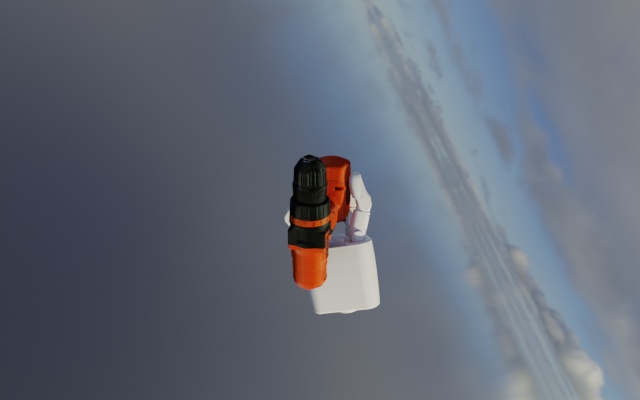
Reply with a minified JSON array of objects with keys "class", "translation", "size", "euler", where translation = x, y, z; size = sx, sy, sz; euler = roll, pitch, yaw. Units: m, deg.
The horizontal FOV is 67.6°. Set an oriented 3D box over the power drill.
[{"class":"power drill","translation":[0.000,0.002,0.667],"size":[0.057,0.184,0.187],"euler":[8,26,12]}]
